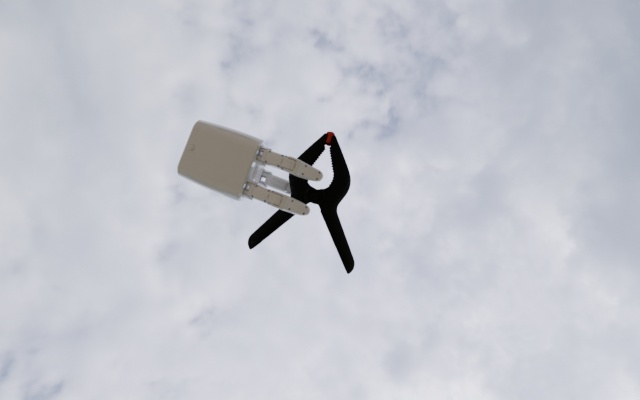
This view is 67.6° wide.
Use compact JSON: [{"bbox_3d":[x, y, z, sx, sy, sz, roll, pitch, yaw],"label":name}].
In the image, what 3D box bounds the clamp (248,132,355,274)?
[{"bbox_3d":[0.000,0.002,0.727,0.164,0.210,0.036,21,-3,1],"label":"clamp"}]
